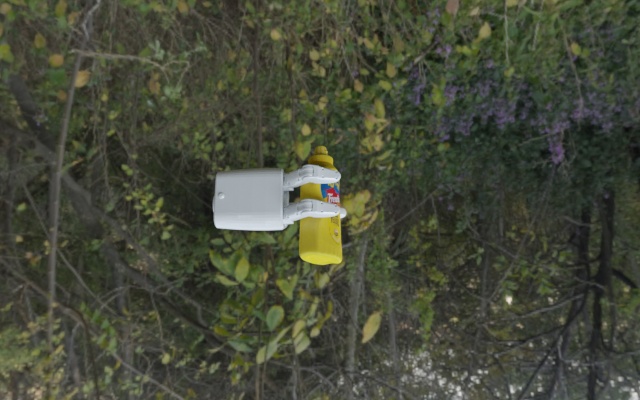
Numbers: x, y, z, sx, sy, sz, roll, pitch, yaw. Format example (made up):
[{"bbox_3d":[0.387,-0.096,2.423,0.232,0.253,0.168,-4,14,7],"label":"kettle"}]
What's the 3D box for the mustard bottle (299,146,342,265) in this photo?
[{"bbox_3d":[0.000,0.003,0.772,0.058,0.191,0.096,-9,-19,24],"label":"mustard bottle"}]
